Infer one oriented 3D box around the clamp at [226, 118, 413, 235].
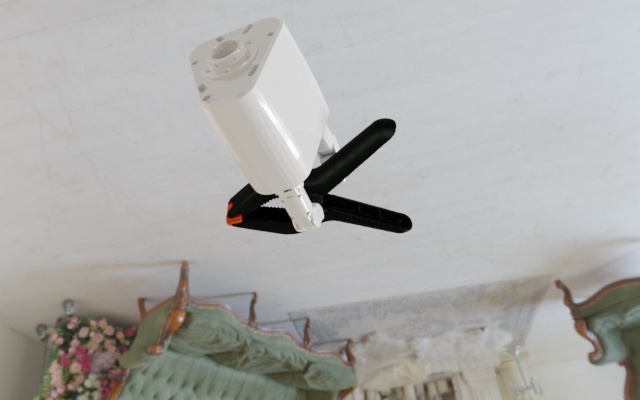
[{"bbox_3d":[0.000,0.002,0.530,0.210,0.036,0.165,-16,-46,14],"label":"clamp"}]
